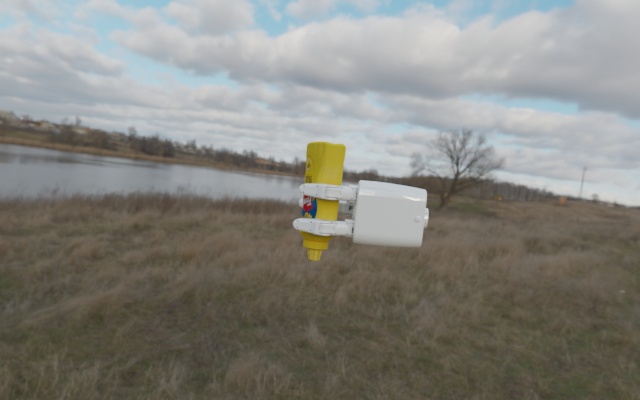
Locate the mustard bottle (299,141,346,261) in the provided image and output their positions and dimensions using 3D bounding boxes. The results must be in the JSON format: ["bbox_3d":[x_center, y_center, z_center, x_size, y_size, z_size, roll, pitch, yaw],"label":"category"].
[{"bbox_3d":[0.000,0.002,0.777,0.058,0.191,0.096,5,3,-20],"label":"mustard bottle"}]
